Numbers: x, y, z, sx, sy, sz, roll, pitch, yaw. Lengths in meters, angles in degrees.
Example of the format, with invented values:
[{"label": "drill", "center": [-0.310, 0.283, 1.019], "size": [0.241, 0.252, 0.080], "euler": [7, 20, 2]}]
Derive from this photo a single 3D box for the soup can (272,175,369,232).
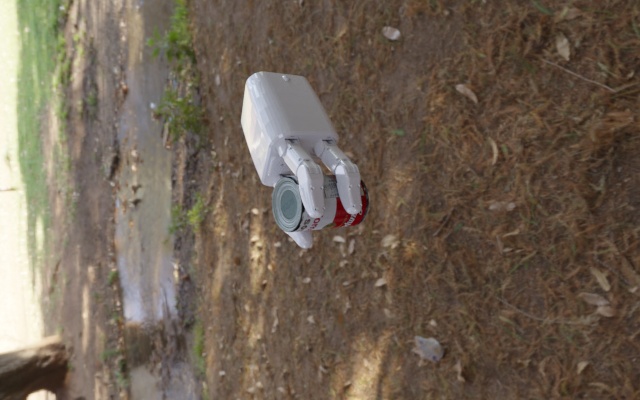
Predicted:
[{"label": "soup can", "center": [0.000, 0.002, 0.589], "size": [0.102, 0.068, 0.068], "euler": [-4, 2, -37]}]
